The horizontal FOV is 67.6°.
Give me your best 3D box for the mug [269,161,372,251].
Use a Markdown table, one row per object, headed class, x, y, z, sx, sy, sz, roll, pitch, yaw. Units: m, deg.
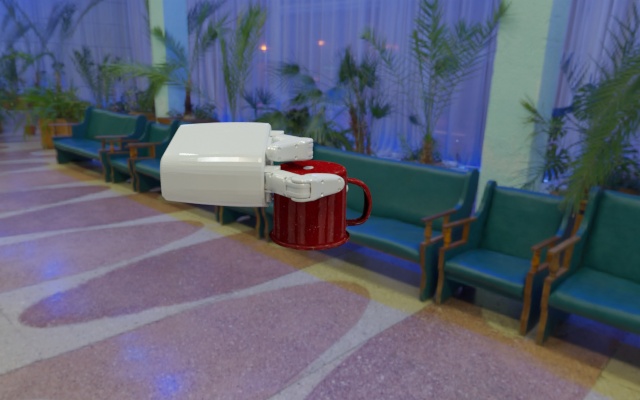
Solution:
| class | x | y | z | sx | sy | sz | roll | pitch | yaw |
| --- | --- | --- | --- | --- | --- | --- | --- | --- | --- |
| mug | 0.002 | 0.002 | 0.538 | 0.117 | 0.081 | 0.093 | 0 | 16 | -3 |
